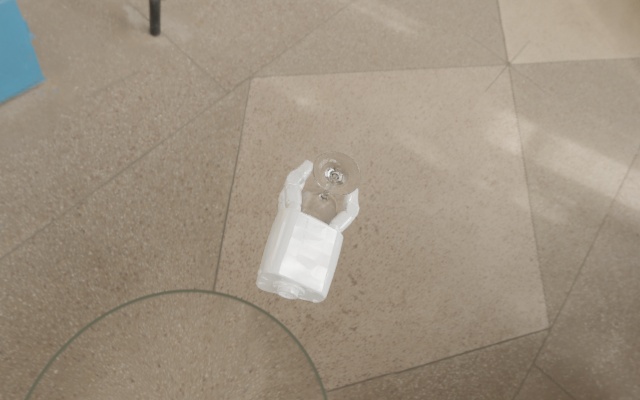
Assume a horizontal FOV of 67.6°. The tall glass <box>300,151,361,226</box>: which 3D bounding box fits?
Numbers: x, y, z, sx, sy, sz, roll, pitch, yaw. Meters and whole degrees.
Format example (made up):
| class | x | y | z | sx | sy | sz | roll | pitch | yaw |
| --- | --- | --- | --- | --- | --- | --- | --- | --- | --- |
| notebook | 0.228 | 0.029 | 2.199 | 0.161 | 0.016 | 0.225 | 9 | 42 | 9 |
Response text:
| class | x | y | z | sx | sy | sz | roll | pitch | yaw |
| --- | --- | --- | --- | --- | --- | --- | --- | --- | --- |
| tall glass | 0.000 | 0.002 | 0.791 | 0.079 | 0.079 | 0.201 | 0 | -26 | -16 |
